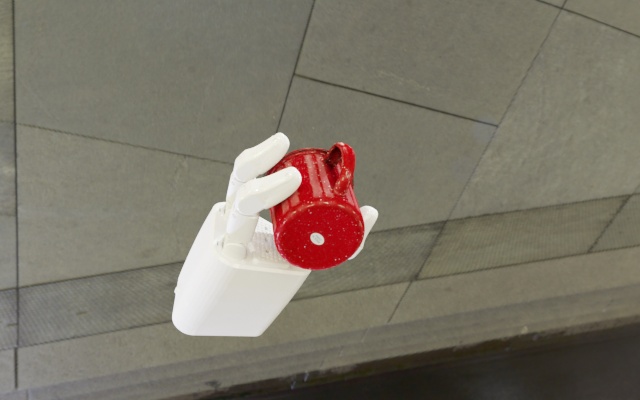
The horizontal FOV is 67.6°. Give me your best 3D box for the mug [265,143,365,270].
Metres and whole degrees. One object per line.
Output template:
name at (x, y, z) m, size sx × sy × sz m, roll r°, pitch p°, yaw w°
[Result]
mug at (0.001, 0.000, 0.442) m, size 0.093 × 0.117 × 0.081 m, roll 20°, pitch 29°, yaw -23°
